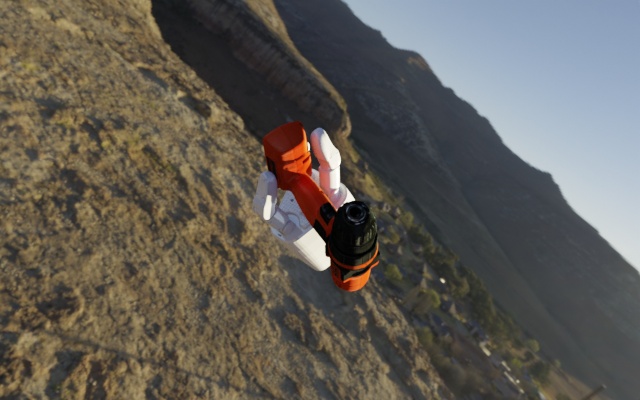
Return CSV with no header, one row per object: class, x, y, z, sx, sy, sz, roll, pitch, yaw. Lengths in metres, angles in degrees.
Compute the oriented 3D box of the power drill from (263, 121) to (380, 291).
power drill,0.000,0.002,0.541,0.057,0.187,0.184,-25,-26,-13
